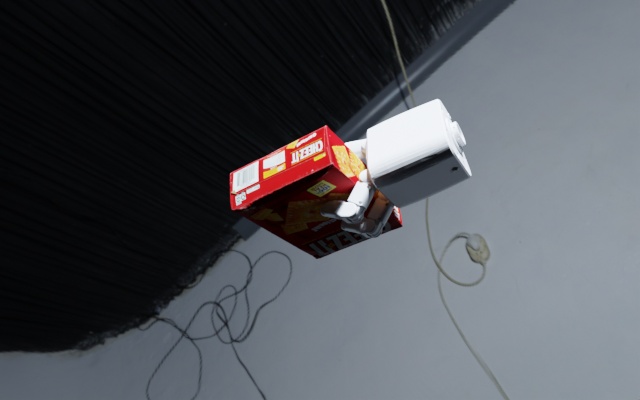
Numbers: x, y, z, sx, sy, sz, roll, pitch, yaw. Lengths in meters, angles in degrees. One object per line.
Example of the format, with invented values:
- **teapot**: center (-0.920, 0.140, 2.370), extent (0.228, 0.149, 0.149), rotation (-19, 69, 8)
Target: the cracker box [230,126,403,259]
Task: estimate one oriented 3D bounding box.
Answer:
- **cracker box**: center (0.000, 0.002, 0.694), extent (0.164, 0.072, 0.214), rotation (-23, -36, 24)
